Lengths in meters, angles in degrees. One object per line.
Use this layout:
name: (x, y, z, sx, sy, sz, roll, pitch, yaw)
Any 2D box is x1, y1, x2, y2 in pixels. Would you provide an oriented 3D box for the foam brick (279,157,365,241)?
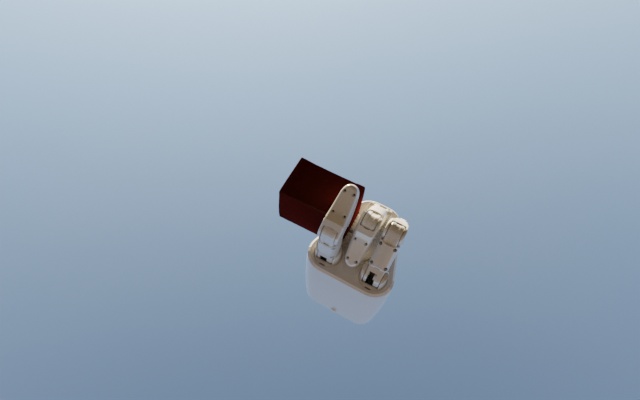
foam brick: (0.000, 0.001, 0.513, 0.078, 0.053, 0.051, 27, -31, 11)
